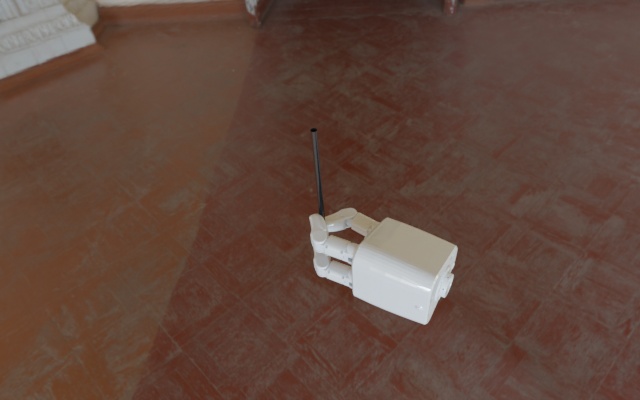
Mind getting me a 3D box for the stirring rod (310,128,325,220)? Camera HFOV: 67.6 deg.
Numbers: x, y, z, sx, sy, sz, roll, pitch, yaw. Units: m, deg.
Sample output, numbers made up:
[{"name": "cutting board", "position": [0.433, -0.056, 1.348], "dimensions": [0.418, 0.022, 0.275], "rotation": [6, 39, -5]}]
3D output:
[{"name": "stirring rod", "position": [0.000, 0.002, 0.649], "dimensions": [0.011, 0.240, 0.011], "rotation": [-3, 45, 3]}]
